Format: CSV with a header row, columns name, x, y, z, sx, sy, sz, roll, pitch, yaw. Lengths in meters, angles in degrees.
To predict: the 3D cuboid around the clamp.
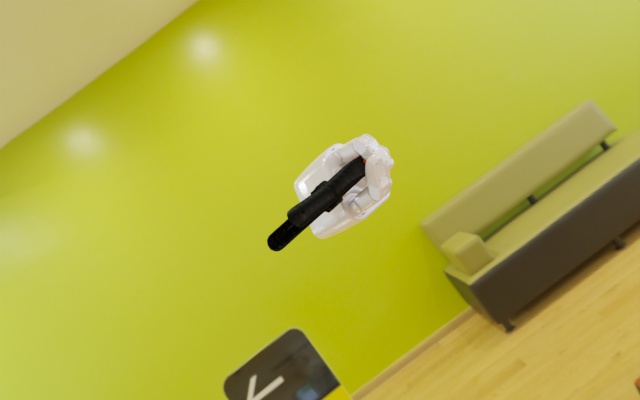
name,x,y,z,sx,sy,sz,roll,pitch,yaw
clamp,0.000,0.001,0.611,0.171,0.039,0.120,-37,0,-36
